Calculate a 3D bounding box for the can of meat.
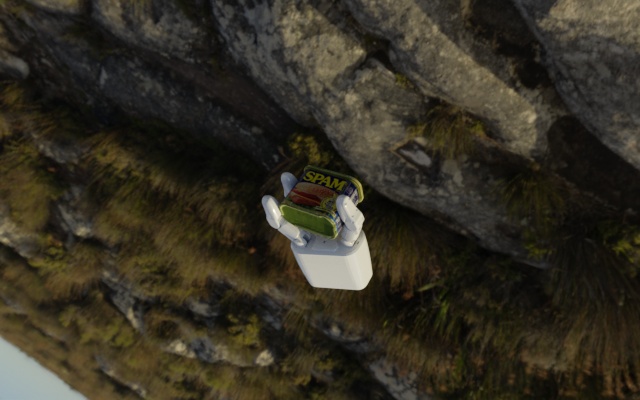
[{"bbox_3d":[0.000,0.003,0.722,0.102,0.084,0.057,18,-35,26],"label":"can of meat"}]
